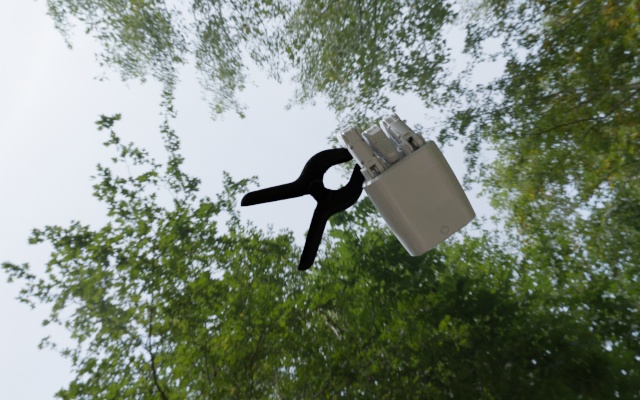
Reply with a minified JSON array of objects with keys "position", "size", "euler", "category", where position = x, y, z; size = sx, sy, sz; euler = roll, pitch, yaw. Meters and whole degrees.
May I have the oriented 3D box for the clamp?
[{"position":[0.000,0.002,0.594],"size":[0.171,0.120,0.039],"euler":[-34,3,2],"category":"clamp"}]
